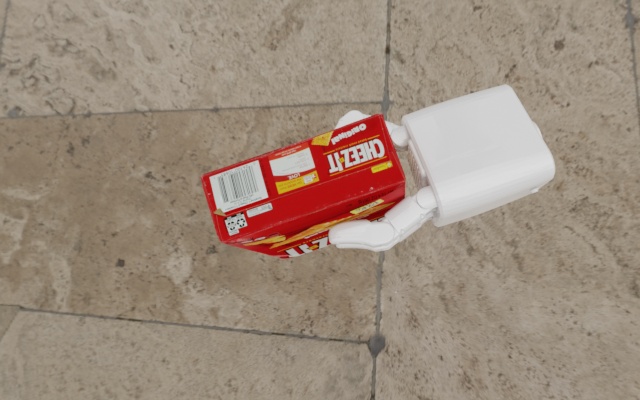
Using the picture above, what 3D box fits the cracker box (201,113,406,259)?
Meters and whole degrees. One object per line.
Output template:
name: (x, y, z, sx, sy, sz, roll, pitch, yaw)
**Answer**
cracker box: (0.000, 0.001, 0.490, 0.164, 0.072, 0.214, -19, -13, 5)
